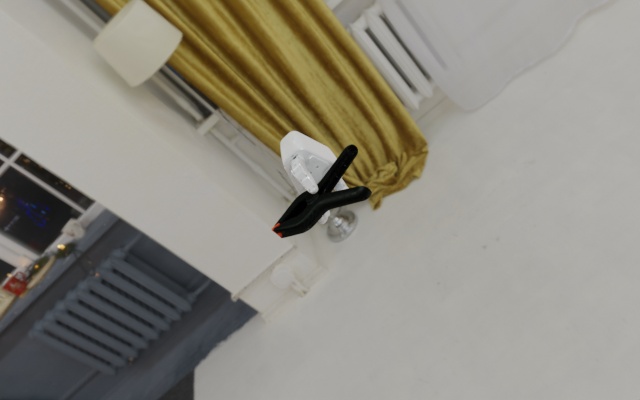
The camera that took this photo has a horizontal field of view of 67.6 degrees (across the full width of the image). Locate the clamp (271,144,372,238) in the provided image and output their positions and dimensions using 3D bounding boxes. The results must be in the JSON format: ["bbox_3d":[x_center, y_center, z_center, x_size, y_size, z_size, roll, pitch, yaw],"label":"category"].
[{"bbox_3d":[-0.001,0.002,0.831,0.036,0.210,0.164,43,13,-26],"label":"clamp"}]
